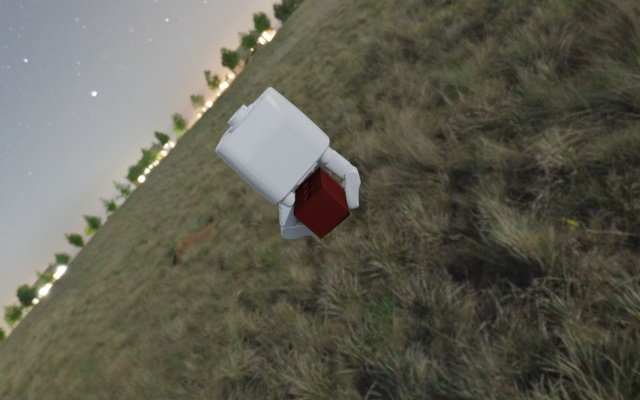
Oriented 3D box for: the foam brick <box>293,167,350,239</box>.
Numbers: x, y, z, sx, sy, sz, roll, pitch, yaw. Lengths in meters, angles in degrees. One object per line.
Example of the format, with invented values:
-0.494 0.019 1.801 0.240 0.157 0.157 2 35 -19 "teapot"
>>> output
0.000 0.002 0.624 0.051 0.053 0.078 43 16 -18 "foam brick"
